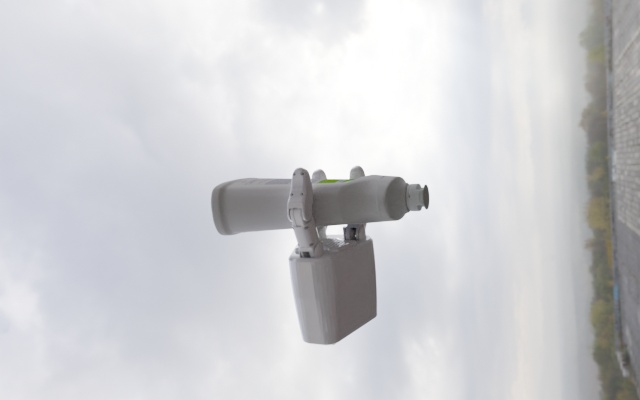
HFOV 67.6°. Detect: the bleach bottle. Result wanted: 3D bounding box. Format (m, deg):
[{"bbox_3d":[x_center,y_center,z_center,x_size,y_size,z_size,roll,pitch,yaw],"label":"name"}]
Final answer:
[{"bbox_3d":[0.000,0.002,0.571,0.251,0.068,0.102,-2,11,26],"label":"bleach bottle"}]
